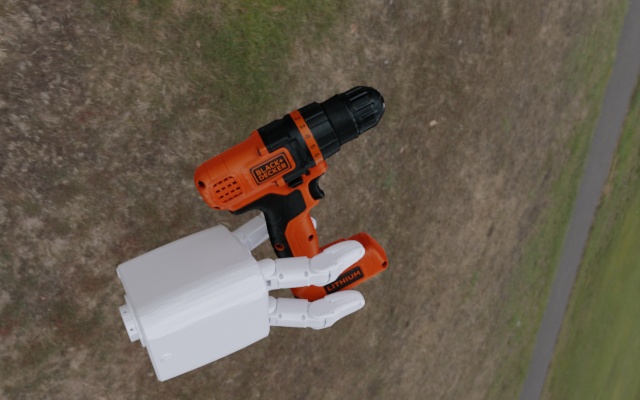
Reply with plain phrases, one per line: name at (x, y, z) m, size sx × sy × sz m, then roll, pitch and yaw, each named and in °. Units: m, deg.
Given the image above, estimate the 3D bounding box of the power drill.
power drill at (0.000, 0.002, 0.463) m, size 0.184 × 0.188 × 0.057 m, roll -27°, pitch 29°, yaw -1°
